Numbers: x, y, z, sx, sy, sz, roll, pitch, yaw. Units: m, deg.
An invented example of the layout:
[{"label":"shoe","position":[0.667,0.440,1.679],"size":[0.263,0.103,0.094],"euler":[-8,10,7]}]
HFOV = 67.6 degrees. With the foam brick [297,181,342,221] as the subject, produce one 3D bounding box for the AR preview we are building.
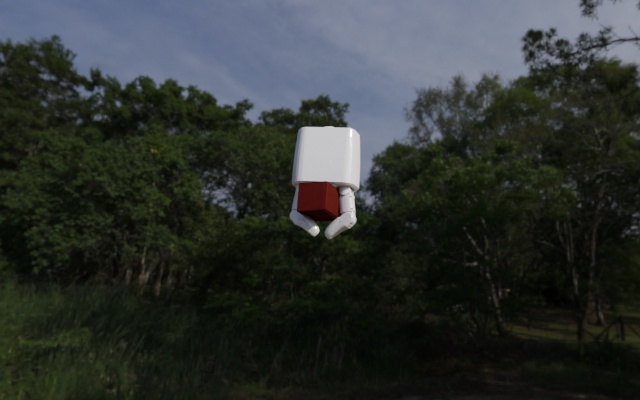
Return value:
[{"label":"foam brick","position":[0.000,0.003,0.814],"size":[0.053,0.051,0.078],"euler":[-2,-15,23]}]
